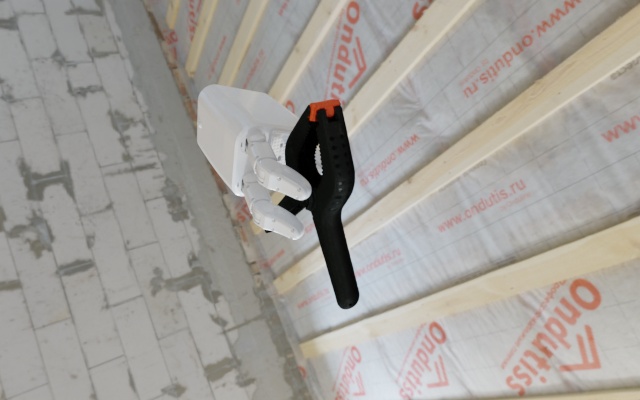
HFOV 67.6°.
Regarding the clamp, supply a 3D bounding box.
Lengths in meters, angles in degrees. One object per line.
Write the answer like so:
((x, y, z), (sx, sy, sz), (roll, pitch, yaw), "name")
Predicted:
((0.001, 0.001, 0.493), (0.036, 0.210, 0.164), (-19, 48, -34), "clamp")
